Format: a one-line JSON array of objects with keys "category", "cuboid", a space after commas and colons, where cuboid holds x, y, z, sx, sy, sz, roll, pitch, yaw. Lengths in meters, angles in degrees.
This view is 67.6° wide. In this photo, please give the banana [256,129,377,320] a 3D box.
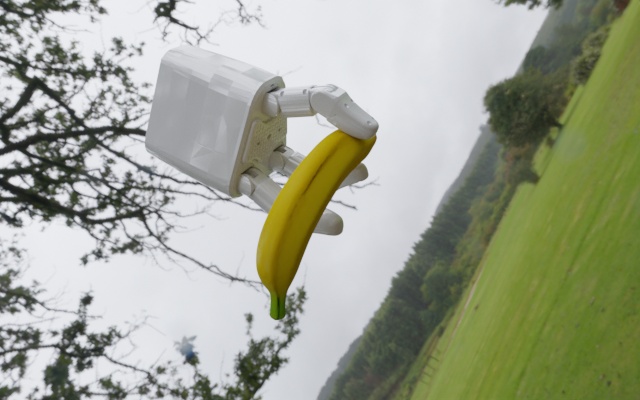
[{"category": "banana", "cuboid": [-0.002, -0.006, 0.383, 0.037, 0.197, 0.070, 22, -29, 17]}]
